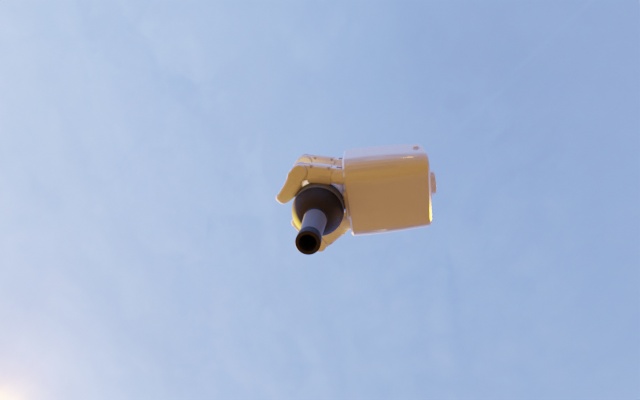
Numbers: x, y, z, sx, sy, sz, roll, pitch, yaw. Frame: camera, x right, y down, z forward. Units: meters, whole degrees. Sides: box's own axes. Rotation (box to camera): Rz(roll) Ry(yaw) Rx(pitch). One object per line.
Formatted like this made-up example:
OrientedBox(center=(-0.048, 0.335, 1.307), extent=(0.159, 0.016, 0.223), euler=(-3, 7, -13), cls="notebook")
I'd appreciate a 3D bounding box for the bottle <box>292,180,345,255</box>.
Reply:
OrientedBox(center=(0.000, 0.002, 0.637), extent=(0.069, 0.069, 0.295), euler=(0, 17, 5), cls="bottle")
